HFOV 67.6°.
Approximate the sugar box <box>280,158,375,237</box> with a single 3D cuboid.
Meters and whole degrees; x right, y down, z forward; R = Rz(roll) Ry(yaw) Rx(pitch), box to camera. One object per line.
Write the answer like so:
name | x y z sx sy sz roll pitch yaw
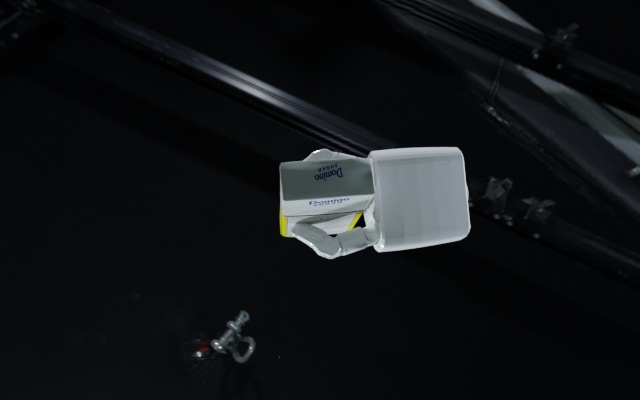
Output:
sugar box | 0.000 0.001 0.544 0.093 0.048 0.176 -4 -18 -7
